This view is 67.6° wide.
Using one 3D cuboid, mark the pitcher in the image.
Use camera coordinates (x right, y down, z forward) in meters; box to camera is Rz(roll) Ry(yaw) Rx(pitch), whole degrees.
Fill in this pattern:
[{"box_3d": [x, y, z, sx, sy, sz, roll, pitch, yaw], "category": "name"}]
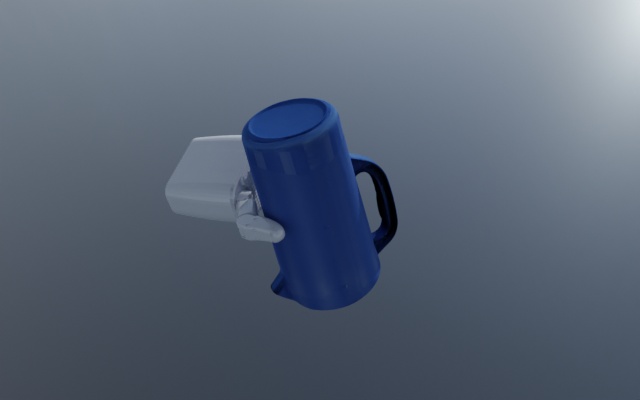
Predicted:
[{"box_3d": [0.000, 0.002, 0.580, 0.145, 0.243, 0.149, 4, 40, 24], "category": "pitcher"}]
